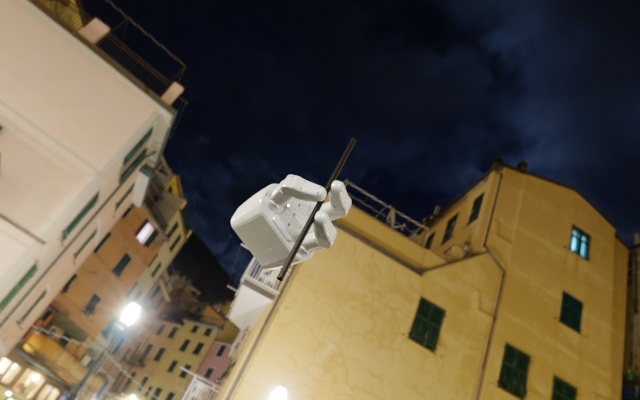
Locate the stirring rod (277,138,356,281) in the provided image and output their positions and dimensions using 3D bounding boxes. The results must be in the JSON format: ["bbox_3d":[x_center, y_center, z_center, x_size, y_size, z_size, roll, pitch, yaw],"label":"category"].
[{"bbox_3d":[0.000,0.002,0.616,0.011,0.239,0.011,19,-34,14],"label":"stirring rod"}]
